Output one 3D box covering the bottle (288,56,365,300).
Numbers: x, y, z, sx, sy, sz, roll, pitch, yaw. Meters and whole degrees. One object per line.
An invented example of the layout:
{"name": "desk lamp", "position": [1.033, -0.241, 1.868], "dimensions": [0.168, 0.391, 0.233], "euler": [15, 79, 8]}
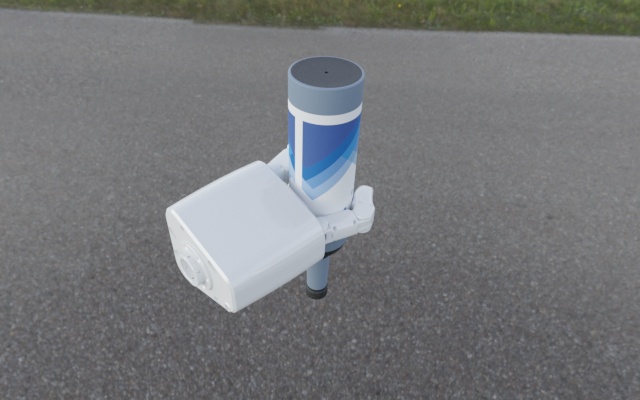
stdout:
{"name": "bottle", "position": [0.000, 0.001, 0.505], "dimensions": [0.069, 0.296, 0.069], "euler": [2, 40, -1]}
